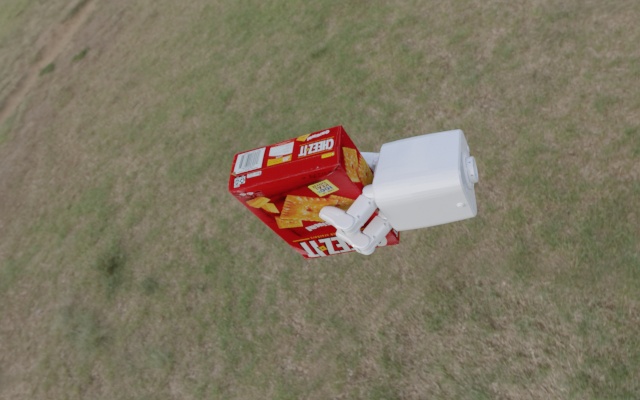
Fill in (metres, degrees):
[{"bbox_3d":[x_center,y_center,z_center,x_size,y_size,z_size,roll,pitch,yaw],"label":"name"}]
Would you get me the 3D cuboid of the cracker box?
[{"bbox_3d":[0.000,0.002,0.671,0.164,0.072,0.214,-12,-37,25],"label":"cracker box"}]
